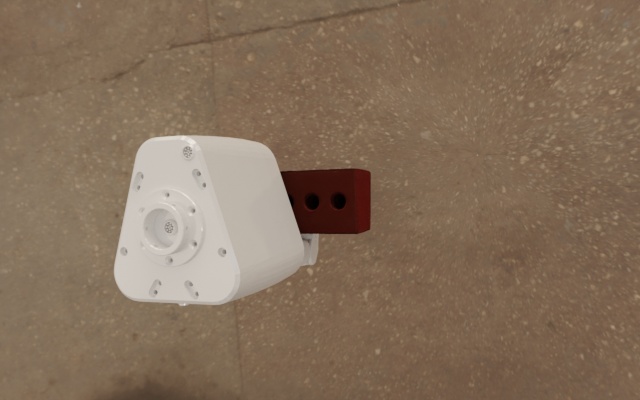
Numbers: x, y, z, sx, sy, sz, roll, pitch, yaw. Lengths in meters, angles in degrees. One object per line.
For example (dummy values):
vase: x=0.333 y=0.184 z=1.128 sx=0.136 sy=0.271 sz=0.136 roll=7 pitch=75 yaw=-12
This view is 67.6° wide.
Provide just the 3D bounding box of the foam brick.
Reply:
foam brick: x=0.000 y=0.001 z=0.403 sx=0.078 sy=0.053 sz=0.051 roll=-2 pitch=-1 yaw=17
